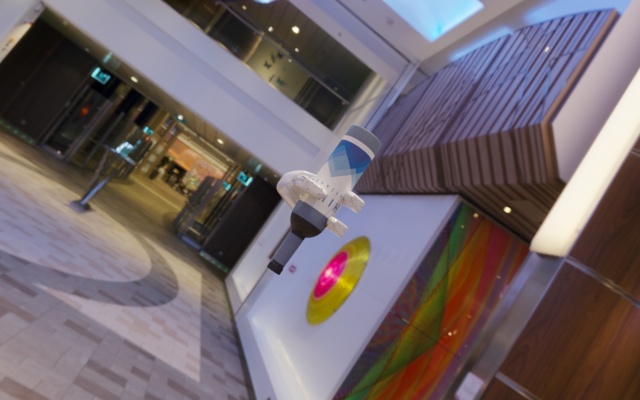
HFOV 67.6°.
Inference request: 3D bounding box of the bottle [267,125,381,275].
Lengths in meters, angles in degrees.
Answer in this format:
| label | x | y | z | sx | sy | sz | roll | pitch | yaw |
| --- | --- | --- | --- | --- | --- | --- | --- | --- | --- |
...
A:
| label | x | y | z | sx | sy | sz | roll | pitch | yaw |
| --- | --- | --- | --- | --- | --- | --- | --- | --- | --- |
| bottle | 0.000 | 0.003 | 0.849 | 0.069 | 0.295 | 0.069 | 34 | -7 | 5 |
